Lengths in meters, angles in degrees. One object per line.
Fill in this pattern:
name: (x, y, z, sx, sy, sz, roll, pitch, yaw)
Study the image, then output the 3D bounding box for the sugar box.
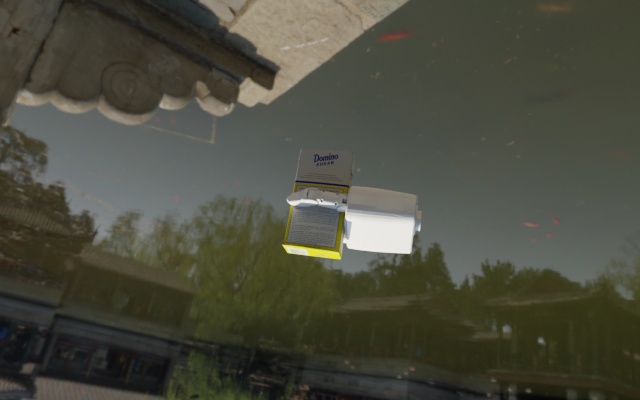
sugar box: (0.000, 0.003, 0.790, 0.093, 0.176, 0.048, 6, -23, 10)
